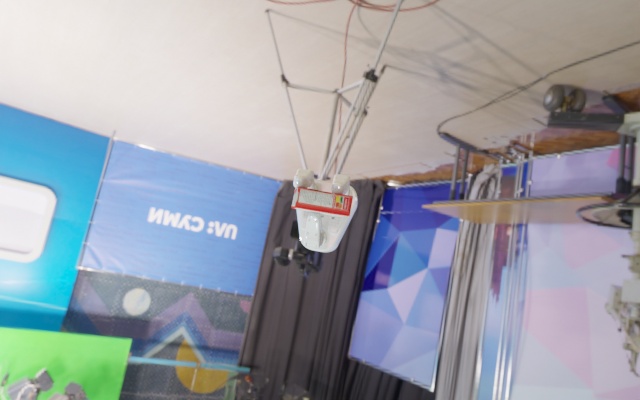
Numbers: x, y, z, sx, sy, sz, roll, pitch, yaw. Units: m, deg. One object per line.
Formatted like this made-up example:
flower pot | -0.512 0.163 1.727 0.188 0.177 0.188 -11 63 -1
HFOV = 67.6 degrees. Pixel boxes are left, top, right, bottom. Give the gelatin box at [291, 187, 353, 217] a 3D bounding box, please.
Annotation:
gelatin box | 0.000 0.003 0.652 0.073 0.030 0.089 10 -3 -6
